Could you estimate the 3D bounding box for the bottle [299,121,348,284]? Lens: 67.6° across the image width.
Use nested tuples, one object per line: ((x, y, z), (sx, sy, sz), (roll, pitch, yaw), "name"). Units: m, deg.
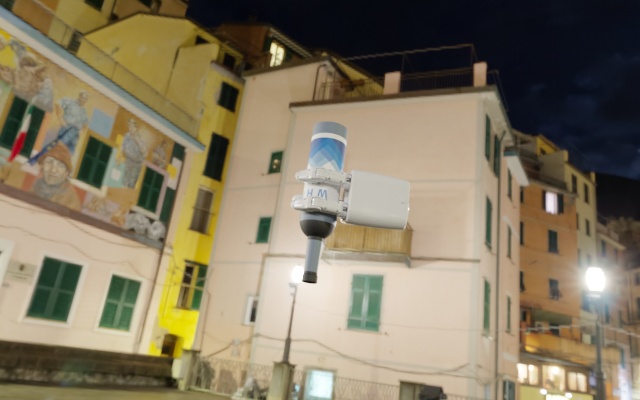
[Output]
((0.000, 0.003, 0.867), (0.069, 0.295, 0.069), (7, -18, 2), "bottle")
